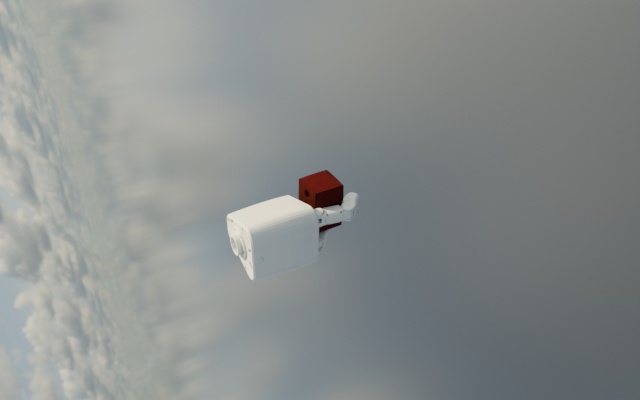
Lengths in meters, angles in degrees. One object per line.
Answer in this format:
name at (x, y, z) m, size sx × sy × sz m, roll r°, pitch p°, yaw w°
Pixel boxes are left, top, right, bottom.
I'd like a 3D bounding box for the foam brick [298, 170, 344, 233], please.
foam brick at (0.000, 0.002, 0.743) m, size 0.051 × 0.078 × 0.053 m, roll -17°, pitch 37°, yaw -26°
